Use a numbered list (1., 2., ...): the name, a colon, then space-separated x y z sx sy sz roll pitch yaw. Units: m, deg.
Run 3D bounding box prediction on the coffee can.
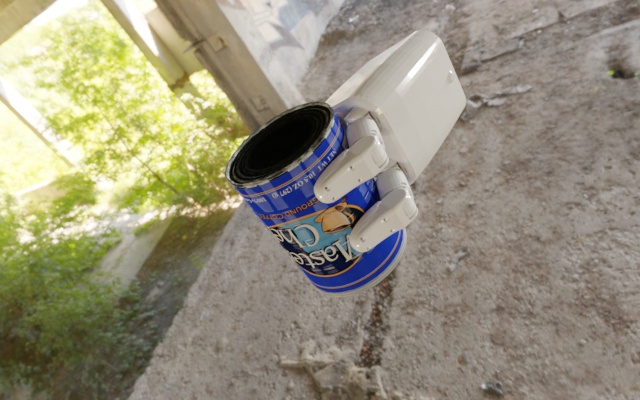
1. coffee can: 0.000 0.002 0.417 0.103 0.102 0.140 0 -44 44
